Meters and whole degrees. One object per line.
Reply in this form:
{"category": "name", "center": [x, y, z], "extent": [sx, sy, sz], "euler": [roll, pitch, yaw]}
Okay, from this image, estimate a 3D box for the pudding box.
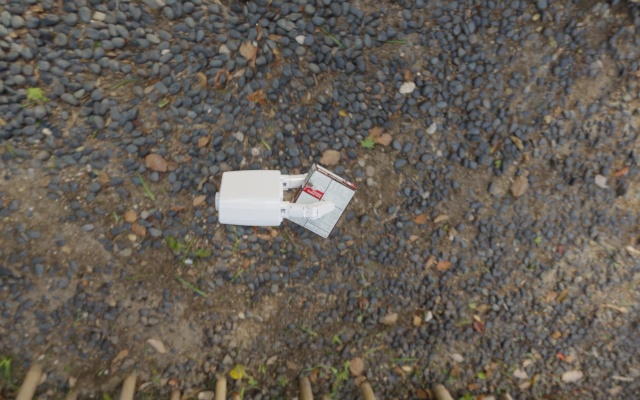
{"category": "pudding box", "center": [0.000, 0.003, 0.876], "extent": [0.090, 0.113, 0.039], "euler": [28, 16, -12]}
